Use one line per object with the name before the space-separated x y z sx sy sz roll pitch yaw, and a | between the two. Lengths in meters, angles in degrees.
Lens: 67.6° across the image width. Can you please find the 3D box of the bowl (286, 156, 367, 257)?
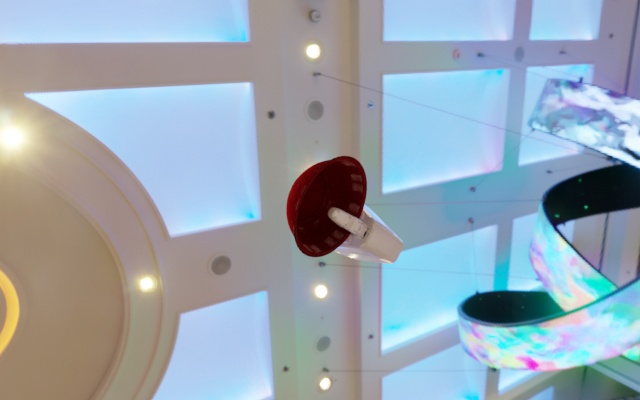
bowl | -0.001 0.001 0.725 0.055 0.162 0.162 26 16 36
